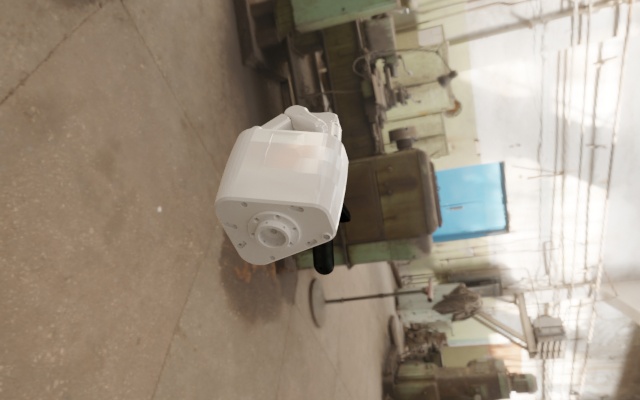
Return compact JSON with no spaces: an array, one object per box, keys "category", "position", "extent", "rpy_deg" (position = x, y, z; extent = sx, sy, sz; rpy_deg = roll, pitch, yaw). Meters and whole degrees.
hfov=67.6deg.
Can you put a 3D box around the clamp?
[{"category":"clamp","position":[0.001,0.002,0.574],"extent":[0.039,0.172,0.120],"rpy_deg":[-8,40,16]}]
